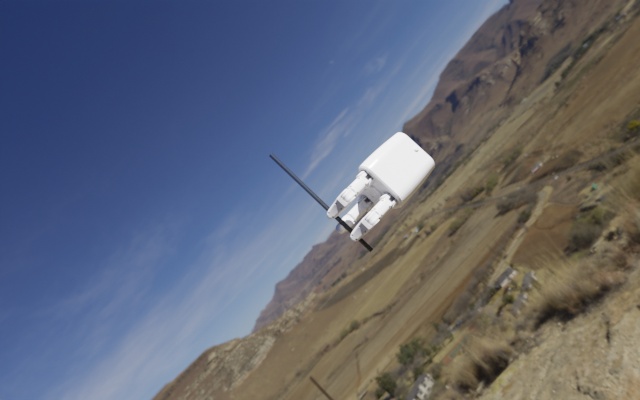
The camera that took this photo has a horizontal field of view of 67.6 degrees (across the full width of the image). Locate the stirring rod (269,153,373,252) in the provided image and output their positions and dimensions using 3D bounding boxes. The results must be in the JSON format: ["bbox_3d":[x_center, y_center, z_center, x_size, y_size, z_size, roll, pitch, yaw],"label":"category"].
[{"bbox_3d":[0.000,0.003,0.821,0.239,0.011,0.011,44,5,5],"label":"stirring rod"}]
